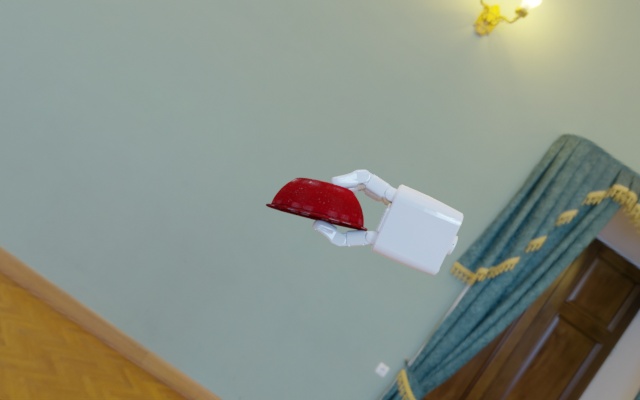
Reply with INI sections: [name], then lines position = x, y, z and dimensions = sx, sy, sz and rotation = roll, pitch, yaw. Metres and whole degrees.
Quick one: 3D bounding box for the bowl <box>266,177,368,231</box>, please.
[bowl]
position = -0.001, 0.002, 0.738
dimensions = 0.162, 0.055, 0.162
rotation = 13, -4, 1
